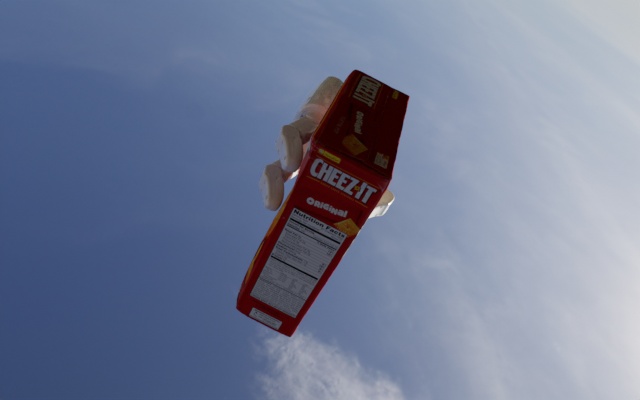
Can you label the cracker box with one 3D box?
[{"bbox_3d":[0.000,0.002,0.466,0.072,0.214,0.164,26,36,-3],"label":"cracker box"}]
